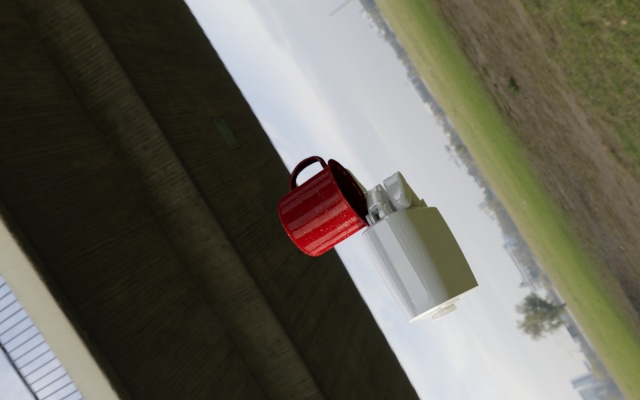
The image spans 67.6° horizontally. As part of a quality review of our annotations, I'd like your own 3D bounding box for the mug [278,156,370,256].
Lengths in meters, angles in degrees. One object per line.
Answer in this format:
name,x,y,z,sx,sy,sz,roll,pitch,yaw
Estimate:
mug,-0.001,0.001,0.560,0.081,0.117,0.093,-34,-22,17
